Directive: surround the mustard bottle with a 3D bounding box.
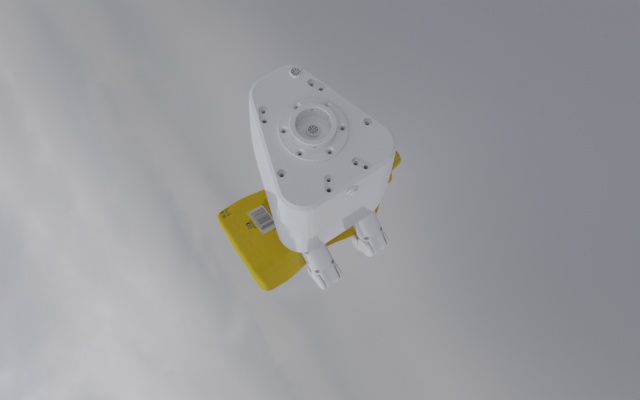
[{"bbox_3d":[0.000,0.002,0.479,0.191,0.058,0.096,-32,50,-12],"label":"mustard bottle"}]
